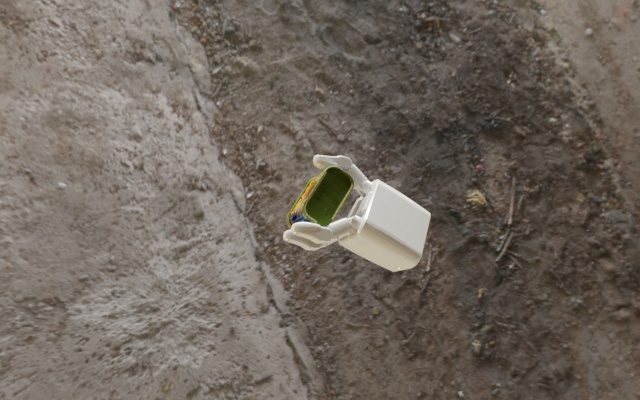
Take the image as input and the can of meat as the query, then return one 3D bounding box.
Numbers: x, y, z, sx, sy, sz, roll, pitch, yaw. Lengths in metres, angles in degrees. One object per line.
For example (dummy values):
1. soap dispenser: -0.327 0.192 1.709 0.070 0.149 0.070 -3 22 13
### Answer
1. can of meat: 0.000 0.002 0.733 0.057 0.102 0.084 35 -21 -8
